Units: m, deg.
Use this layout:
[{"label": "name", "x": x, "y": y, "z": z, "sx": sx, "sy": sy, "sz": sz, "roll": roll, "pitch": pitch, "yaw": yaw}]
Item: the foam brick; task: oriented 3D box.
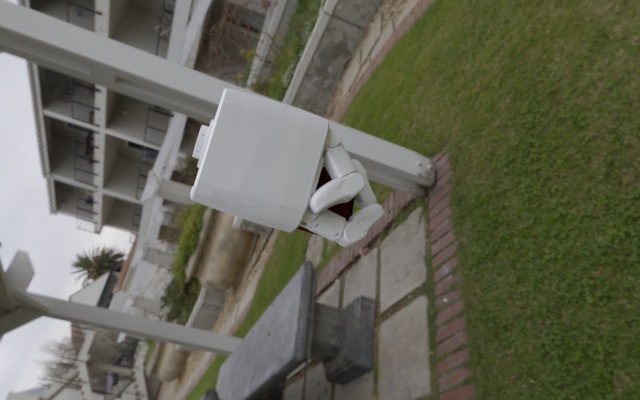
[{"label": "foam brick", "x": 0.000, "y": 0.002, "z": 0.531, "sx": 0.051, "sy": 0.053, "sz": 0.078, "roll": 17, "pitch": -23, "yaw": -15}]
